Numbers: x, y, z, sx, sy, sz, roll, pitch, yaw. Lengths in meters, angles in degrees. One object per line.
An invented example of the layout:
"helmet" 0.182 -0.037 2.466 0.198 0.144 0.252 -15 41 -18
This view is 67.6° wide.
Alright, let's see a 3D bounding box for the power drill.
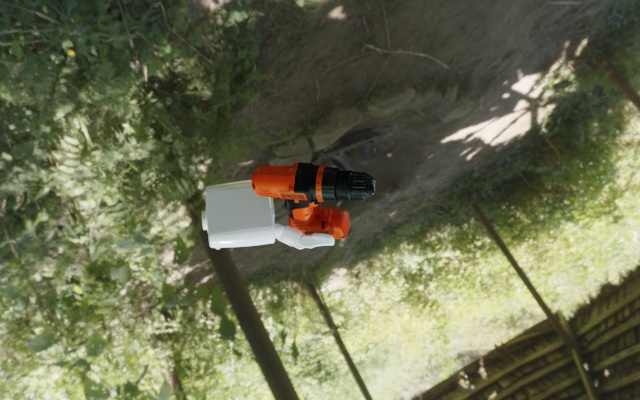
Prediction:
"power drill" 0.000 0.003 0.759 0.184 0.057 0.188 5 -25 12
